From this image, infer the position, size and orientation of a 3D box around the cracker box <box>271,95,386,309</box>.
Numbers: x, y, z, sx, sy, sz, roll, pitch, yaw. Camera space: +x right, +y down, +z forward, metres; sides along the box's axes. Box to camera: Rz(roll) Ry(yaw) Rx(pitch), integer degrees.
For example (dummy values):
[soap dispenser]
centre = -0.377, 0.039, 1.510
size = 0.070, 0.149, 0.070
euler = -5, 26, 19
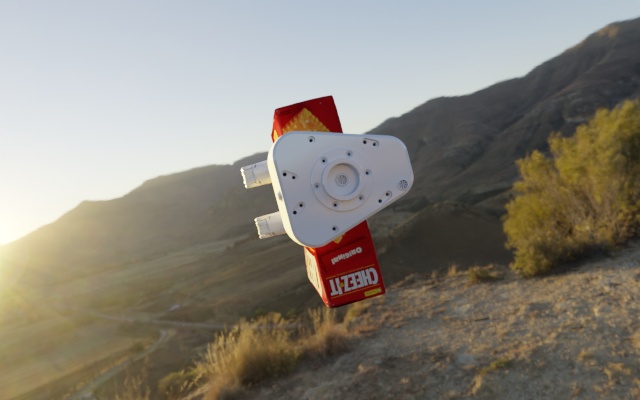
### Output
[cracker box]
centre = 0.000, 0.002, 0.564
size = 0.072, 0.213, 0.164
euler = -15, 2, -6
